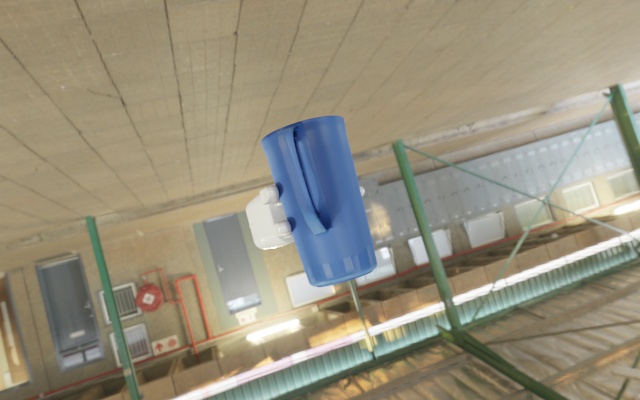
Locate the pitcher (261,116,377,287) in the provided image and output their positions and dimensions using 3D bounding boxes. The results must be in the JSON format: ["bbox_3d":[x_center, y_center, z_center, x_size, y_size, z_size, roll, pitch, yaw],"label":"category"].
[{"bbox_3d":[0.000,0.002,0.719,0.149,0.243,0.145,-13,-6,-32],"label":"pitcher"}]
